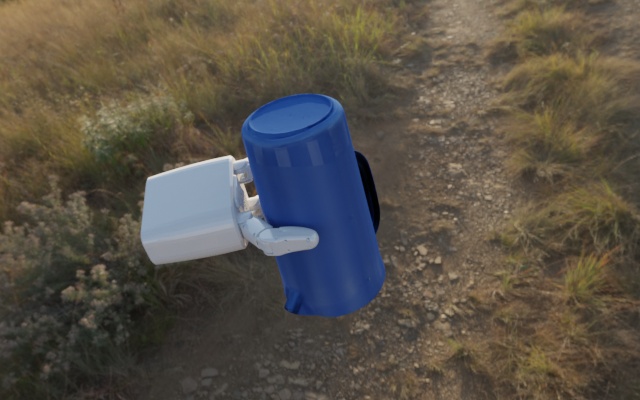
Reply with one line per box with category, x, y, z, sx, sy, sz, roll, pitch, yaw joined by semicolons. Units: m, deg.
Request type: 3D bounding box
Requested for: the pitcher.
pitcher;0.000;0.002;0.557;0.145;0.243;0.149;-12;35;3
